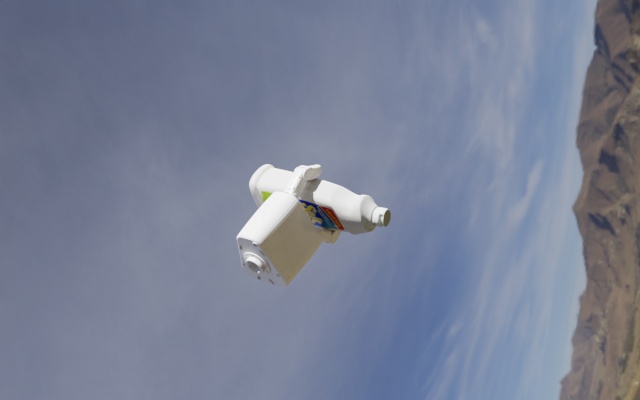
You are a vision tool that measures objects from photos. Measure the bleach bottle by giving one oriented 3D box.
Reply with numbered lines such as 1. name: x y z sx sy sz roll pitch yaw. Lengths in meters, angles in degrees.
1. bleach bottle: 0.000 0.003 0.823 0.251 0.103 0.068 10 47 33
